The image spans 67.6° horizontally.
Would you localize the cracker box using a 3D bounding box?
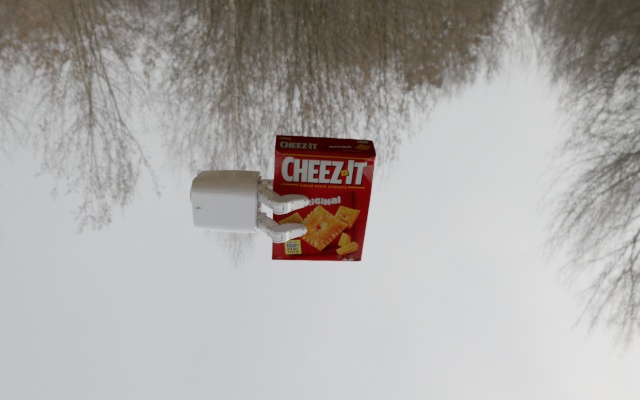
[{"bbox_3d":[0.000,0.003,0.818,0.164,0.214,0.072,2,30,-4],"label":"cracker box"}]
